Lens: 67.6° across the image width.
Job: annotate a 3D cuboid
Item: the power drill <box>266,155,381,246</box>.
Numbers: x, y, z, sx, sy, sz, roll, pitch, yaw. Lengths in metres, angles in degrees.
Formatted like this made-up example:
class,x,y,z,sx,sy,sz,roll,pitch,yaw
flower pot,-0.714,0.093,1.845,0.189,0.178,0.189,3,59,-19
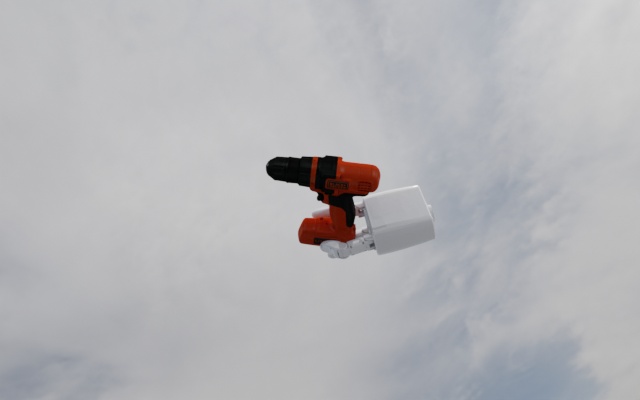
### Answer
class,x,y,z,sx,sy,sz,roll,pitch,yaw
power drill,0.000,0.003,0.817,0.184,0.057,0.188,7,-41,3
